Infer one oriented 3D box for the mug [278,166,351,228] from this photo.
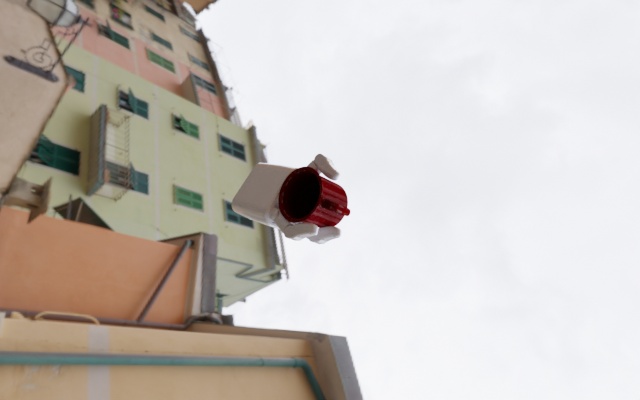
[{"bbox_3d":[0.001,0.003,0.779,0.117,0.093,0.081,16,-4,42],"label":"mug"}]
